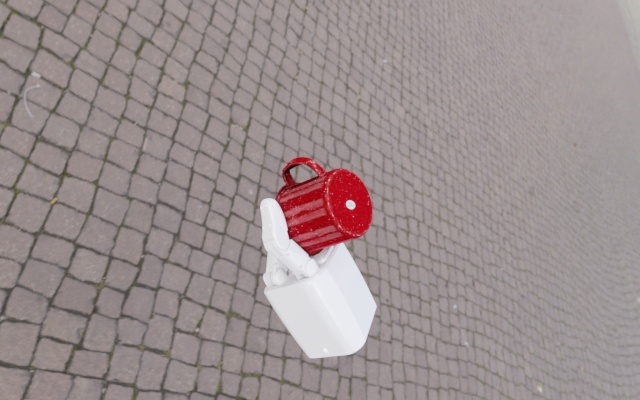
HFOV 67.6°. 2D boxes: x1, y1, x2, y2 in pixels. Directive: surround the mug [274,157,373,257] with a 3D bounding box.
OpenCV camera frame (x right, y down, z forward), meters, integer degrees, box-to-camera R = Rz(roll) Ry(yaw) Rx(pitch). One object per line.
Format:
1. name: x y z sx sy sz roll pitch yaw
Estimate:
1. mug: 0.000 0.000 0.550 0.081 0.117 0.093 -20 14 41
